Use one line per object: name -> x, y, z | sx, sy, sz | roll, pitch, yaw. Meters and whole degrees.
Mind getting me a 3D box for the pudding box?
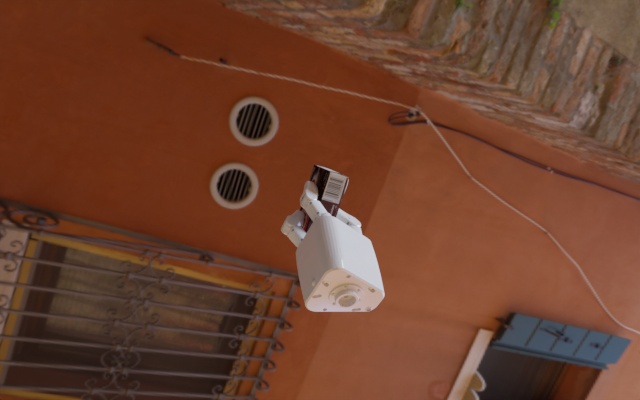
pudding box -> 0.000, 0.003, 0.792 | 0.039, 0.113, 0.090 | 18, 5, -21
